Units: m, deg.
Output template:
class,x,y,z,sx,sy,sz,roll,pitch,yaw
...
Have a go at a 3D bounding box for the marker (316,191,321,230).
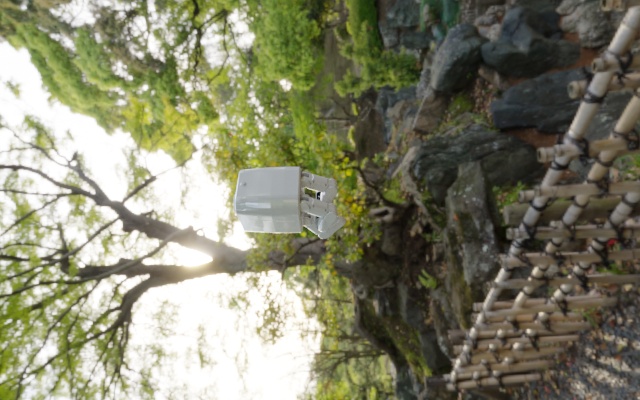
class,x,y,z,sx,sy,sz,roll,pitch,yaw
marker,0.000,0.003,0.875,0.020,0.121,0.020,0,-43,0
